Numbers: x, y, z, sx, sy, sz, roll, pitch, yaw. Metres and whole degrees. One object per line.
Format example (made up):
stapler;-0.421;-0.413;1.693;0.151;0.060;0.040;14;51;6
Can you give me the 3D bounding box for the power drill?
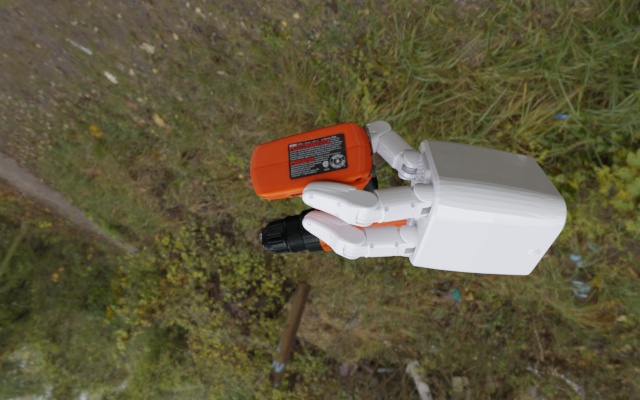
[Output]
power drill;0.000;0.001;0.483;0.184;0.057;0.188;-13;-24;12
